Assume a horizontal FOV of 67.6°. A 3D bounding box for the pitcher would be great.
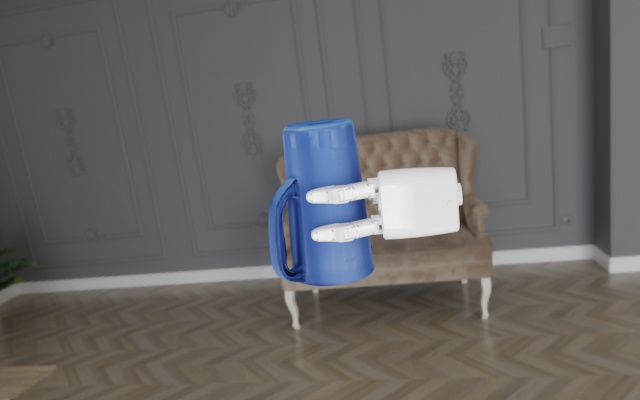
[{"bbox_3d":[0.000,0.002,0.730,0.145,0.243,0.149,-5,12,9],"label":"pitcher"}]
